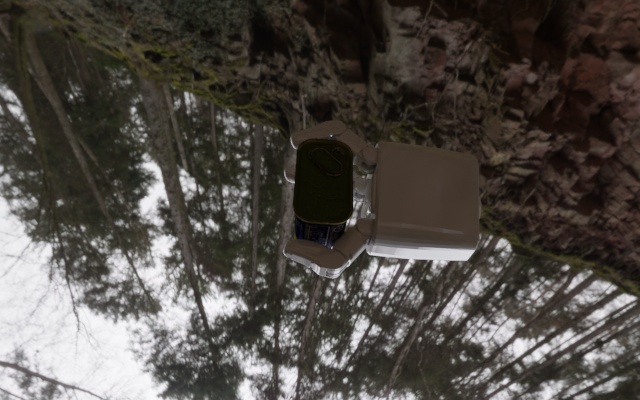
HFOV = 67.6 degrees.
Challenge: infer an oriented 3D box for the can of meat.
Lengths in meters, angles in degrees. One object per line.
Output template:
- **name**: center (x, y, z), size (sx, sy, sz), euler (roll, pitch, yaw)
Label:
- **can of meat**: center (0.000, 0.002, 0.497), size (0.057, 0.102, 0.084), euler (4, -34, -3)
